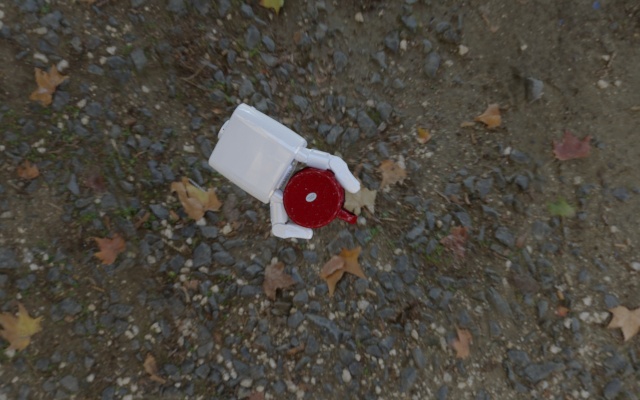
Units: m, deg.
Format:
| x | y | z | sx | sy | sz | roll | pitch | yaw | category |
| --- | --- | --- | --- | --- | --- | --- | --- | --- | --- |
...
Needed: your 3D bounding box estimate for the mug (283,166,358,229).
| x | y | z | sx | sy | sz | roll | pitch | yaw | category |
| --- | --- | --- | --- | --- | --- | --- | --- | --- | --- |
| 0.001 | 0.003 | 0.688 | 0.117 | 0.093 | 0.081 | 31 | 5 | 0 | mug |
